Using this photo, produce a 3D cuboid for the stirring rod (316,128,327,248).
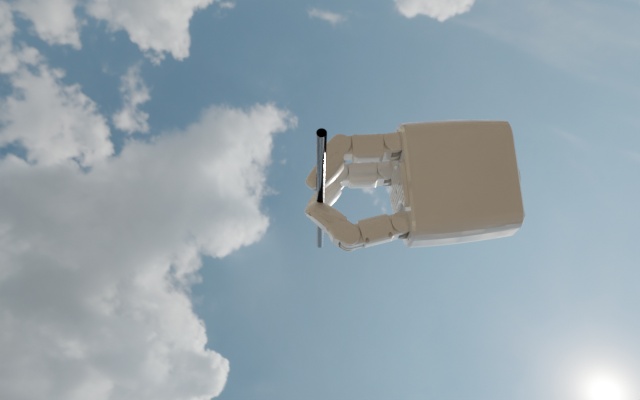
[{"bbox_3d":[0.000,0.002,0.457,0.011,0.011,0.240,0,-25,0],"label":"stirring rod"}]
